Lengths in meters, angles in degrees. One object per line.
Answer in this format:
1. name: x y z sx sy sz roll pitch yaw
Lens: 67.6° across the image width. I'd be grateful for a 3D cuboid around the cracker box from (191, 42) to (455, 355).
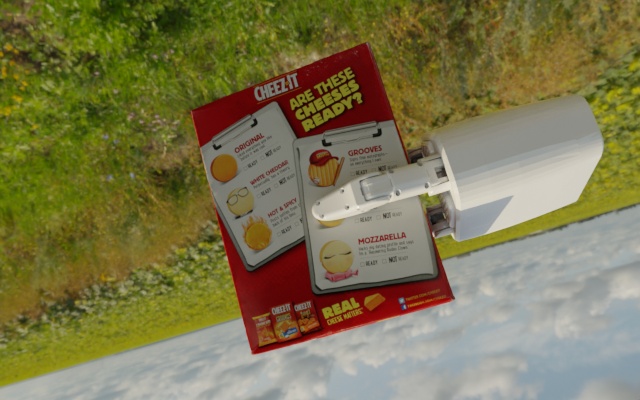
1. cracker box: 0.000 0.001 0.406 0.164 0.213 0.072 -18 -11 10
